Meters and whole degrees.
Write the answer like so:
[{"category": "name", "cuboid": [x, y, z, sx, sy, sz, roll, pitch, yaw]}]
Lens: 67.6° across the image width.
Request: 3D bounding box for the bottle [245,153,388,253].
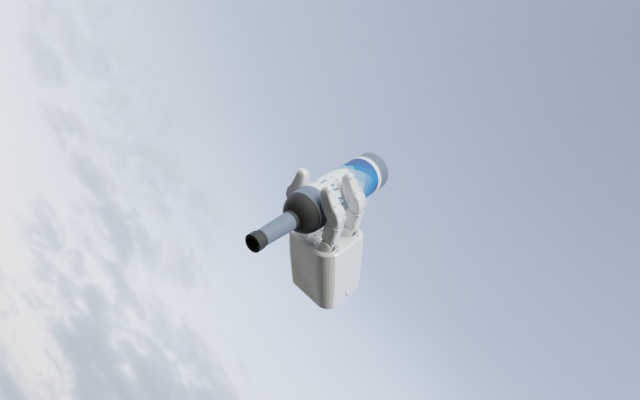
[{"category": "bottle", "cuboid": [0.000, 0.002, 0.724, 0.069, 0.069, 0.295, 0, 22, 41]}]
